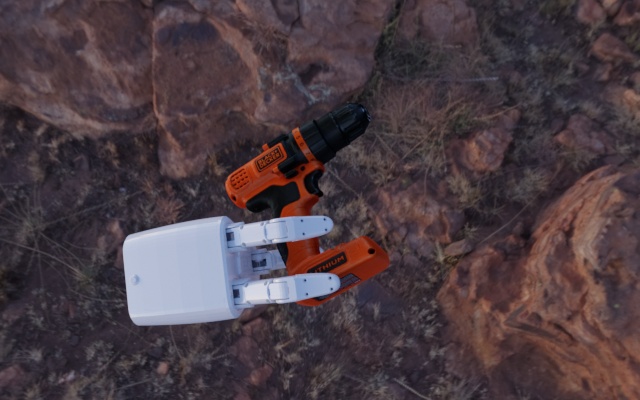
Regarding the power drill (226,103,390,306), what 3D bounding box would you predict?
[{"bbox_3d":[0.000,0.002,0.511,0.184,0.187,0.057,-32,-30,12],"label":"power drill"}]
